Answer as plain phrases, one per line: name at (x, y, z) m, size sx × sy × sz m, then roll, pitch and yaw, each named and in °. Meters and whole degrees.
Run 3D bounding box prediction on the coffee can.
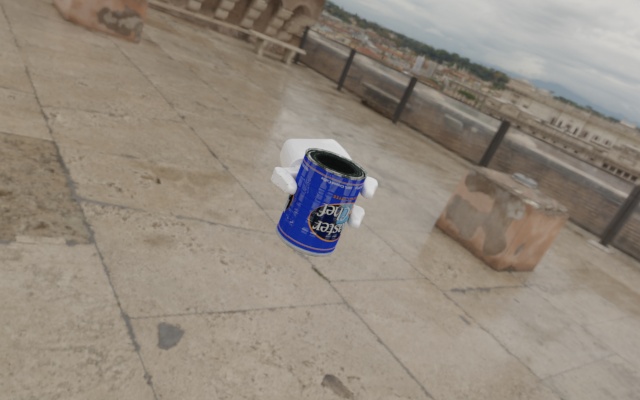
coffee can at (0.000, 0.003, 0.750) m, size 0.103 × 0.140 × 0.102 m, roll 20°, pitch 21°, yaw -8°
